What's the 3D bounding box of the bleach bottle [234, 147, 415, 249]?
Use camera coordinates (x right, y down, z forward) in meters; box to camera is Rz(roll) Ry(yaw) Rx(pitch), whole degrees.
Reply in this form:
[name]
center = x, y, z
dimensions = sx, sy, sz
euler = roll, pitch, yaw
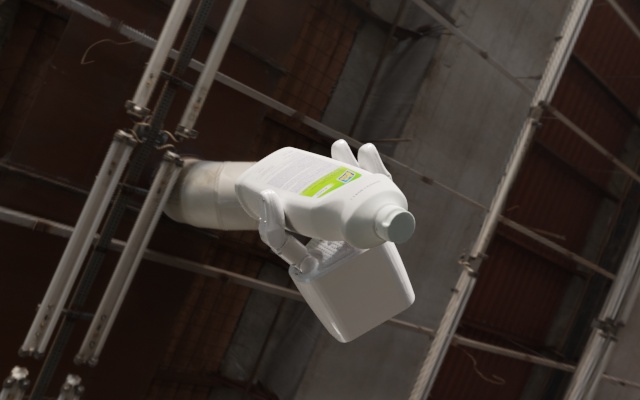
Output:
[bleach bottle]
center = 0.000, 0.002, 0.500
dimensions = 0.102, 0.068, 0.250
euler = -38, 28, -17
